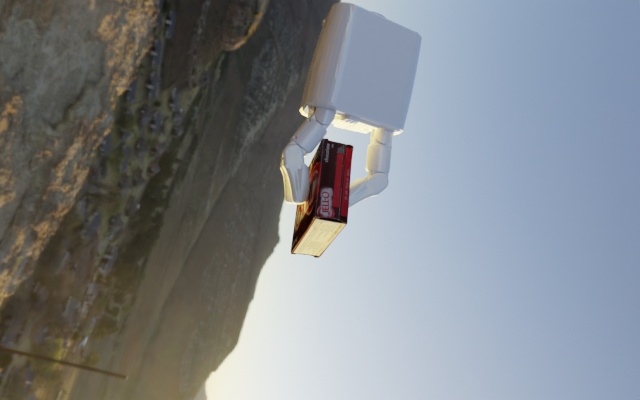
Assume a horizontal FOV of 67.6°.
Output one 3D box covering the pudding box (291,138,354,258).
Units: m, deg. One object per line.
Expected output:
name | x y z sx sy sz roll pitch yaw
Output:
pudding box | 0.000 0.002 0.510 0.039 0.090 0.113 11 -27 -9
